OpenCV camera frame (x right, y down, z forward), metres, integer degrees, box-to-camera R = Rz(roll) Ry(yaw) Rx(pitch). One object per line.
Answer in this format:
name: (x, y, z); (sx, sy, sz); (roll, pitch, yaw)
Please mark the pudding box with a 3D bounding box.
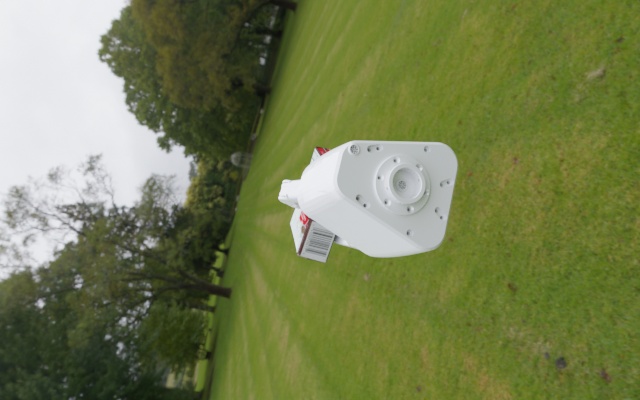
pudding box: (0.000, 0.002, 0.560); (0.039, 0.113, 0.090); (16, 17, -14)
